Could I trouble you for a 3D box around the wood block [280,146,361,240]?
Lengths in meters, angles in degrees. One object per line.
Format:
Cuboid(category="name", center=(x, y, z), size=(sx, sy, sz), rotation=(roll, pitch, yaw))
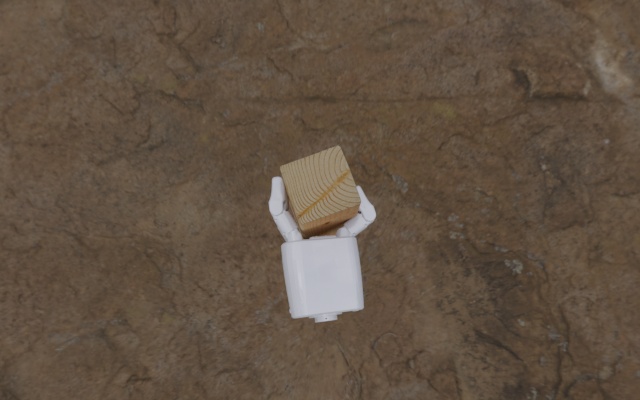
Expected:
Cuboid(category="wood block", center=(0.001, 0.003, 0.744), size=(0.091, 0.090, 0.206), rotation=(-19, -13, -5))
